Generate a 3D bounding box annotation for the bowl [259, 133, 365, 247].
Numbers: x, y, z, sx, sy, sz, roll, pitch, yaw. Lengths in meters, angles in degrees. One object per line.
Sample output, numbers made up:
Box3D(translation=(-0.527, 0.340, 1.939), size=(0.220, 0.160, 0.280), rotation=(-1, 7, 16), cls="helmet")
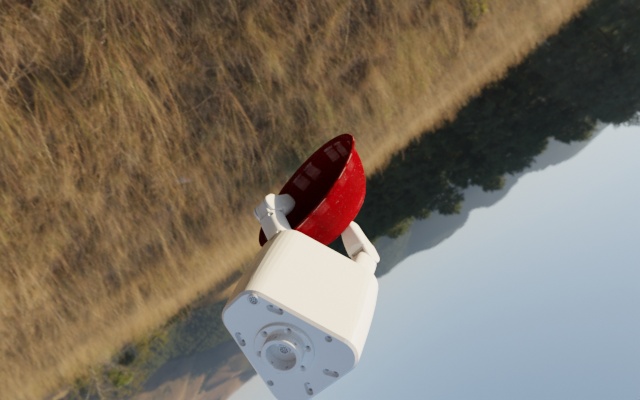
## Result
Box3D(translation=(0.001, 0.001, 0.550), size=(0.055, 0.162, 0.162), rotation=(39, -14, -18), cls="bowl")
